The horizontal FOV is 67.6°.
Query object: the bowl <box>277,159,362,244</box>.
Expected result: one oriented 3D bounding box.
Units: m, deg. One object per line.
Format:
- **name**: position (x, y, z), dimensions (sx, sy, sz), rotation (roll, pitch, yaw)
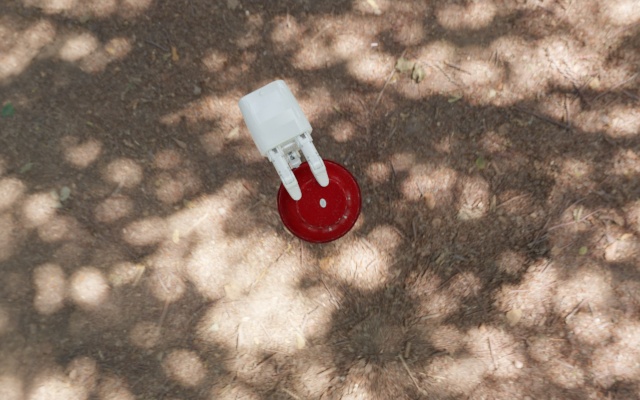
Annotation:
- **bowl**: position (0.001, 0.004, 0.880), dimensions (0.162, 0.162, 0.055), rotation (0, 3, -4)
